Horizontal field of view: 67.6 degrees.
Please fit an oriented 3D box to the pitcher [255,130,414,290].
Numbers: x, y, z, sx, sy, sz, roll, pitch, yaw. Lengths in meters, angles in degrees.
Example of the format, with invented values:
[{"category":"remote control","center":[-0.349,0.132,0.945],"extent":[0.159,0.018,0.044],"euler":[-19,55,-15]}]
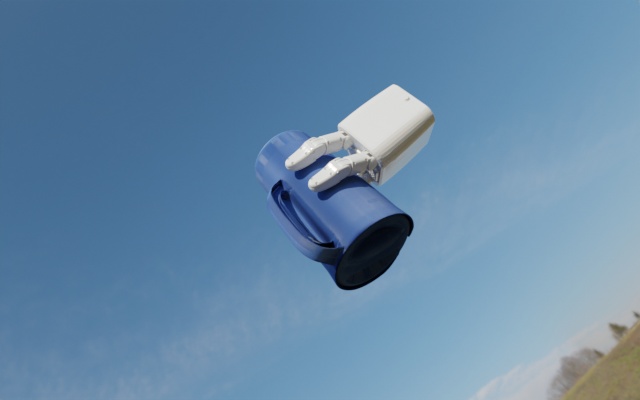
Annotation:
[{"category":"pitcher","center":[0.000,0.002,0.684],"extent":[0.242,0.145,0.149],"euler":[46,-10,35]}]
